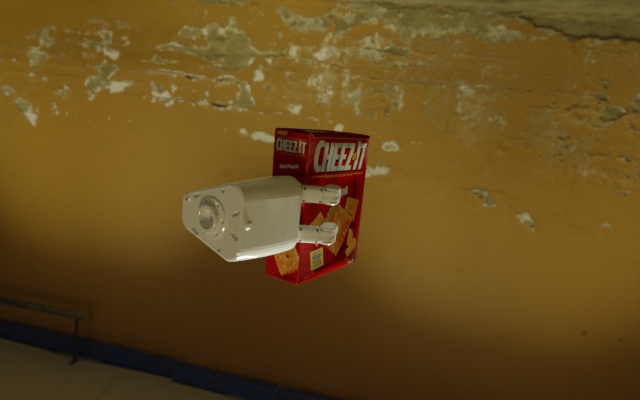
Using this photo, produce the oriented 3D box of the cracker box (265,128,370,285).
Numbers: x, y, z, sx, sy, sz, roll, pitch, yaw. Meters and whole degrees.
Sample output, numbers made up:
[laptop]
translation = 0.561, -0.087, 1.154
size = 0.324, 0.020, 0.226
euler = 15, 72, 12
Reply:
[cracker box]
translation = 0.000, 0.003, 0.723
size = 0.072, 0.214, 0.164
euler = 13, 13, 33
